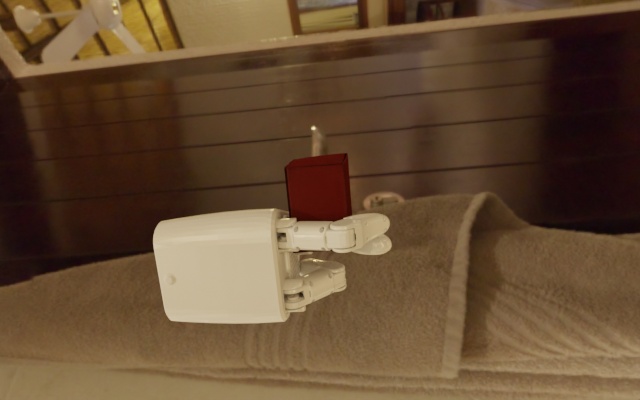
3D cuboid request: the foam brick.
[{"bbox_3d":[0.000,0.001,0.424,0.051,0.078,0.053,-3,13,8],"label":"foam brick"}]
